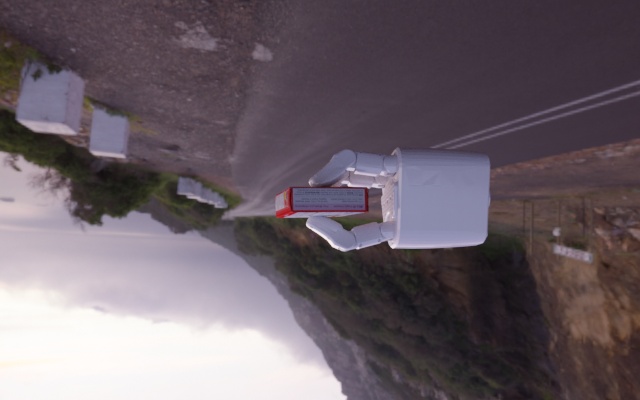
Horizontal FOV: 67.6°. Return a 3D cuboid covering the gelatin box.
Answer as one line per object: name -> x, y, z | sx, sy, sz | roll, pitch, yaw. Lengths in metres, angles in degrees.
gelatin box -> 0.000, 0.002, 0.533 | 0.089, 0.030, 0.073 | -1, -5, -17
